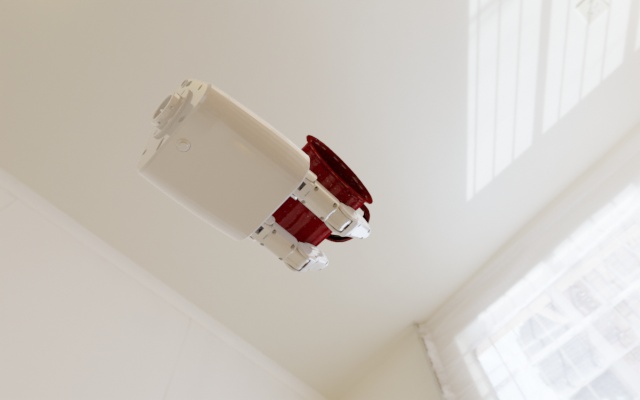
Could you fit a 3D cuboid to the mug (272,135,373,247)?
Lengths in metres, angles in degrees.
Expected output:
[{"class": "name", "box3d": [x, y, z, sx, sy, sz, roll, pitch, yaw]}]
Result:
[{"class": "mug", "box3d": [0.001, 0.002, 0.488, 0.117, 0.081, 0.093, 38, 15, -30]}]
